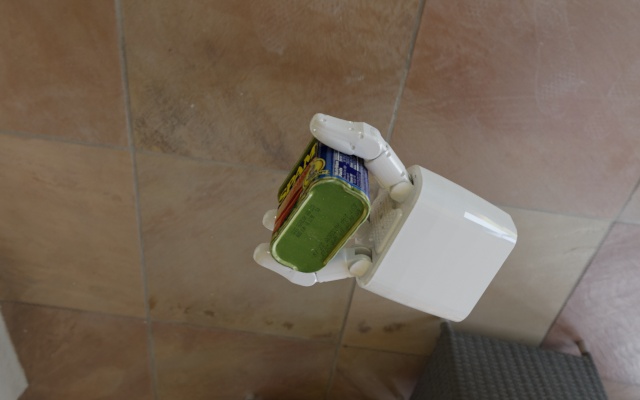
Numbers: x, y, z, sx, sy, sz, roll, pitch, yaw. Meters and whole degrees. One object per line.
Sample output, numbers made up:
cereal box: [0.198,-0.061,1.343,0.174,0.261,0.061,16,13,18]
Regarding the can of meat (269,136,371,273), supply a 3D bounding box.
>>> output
can of meat: [0.000,0.001,0.410,0.057,0.102,0.084,27,32,-15]
